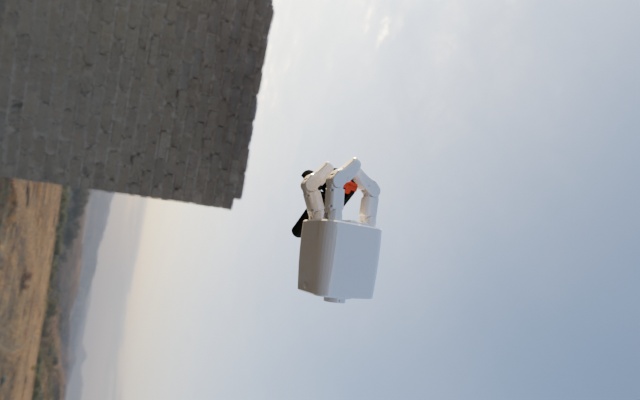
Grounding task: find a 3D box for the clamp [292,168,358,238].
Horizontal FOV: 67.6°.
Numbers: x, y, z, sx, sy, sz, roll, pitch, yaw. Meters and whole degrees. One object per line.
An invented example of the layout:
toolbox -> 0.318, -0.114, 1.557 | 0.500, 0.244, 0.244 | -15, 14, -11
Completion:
clamp -> 0.001, 0.003, 0.765 | 0.039, 0.120, 0.171 | 10, -7, -23
